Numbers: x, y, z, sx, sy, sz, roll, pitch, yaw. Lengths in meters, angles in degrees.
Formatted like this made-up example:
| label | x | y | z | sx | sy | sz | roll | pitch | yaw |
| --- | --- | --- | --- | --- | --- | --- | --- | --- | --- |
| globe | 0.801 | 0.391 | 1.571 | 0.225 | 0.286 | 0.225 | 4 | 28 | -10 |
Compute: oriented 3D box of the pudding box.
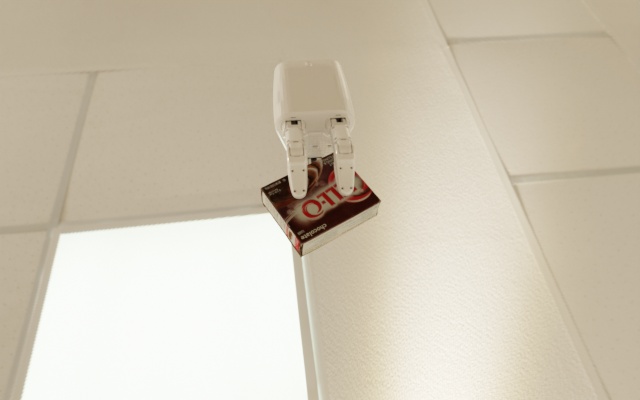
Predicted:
| label | x | y | z | sx | sy | sz | roll | pitch | yaw |
| --- | --- | --- | --- | --- | --- | --- | --- | --- | --- |
| pudding box | 0.000 | 0.002 | 0.564 | 0.113 | 0.090 | 0.039 | -29 | -29 | -19 |
